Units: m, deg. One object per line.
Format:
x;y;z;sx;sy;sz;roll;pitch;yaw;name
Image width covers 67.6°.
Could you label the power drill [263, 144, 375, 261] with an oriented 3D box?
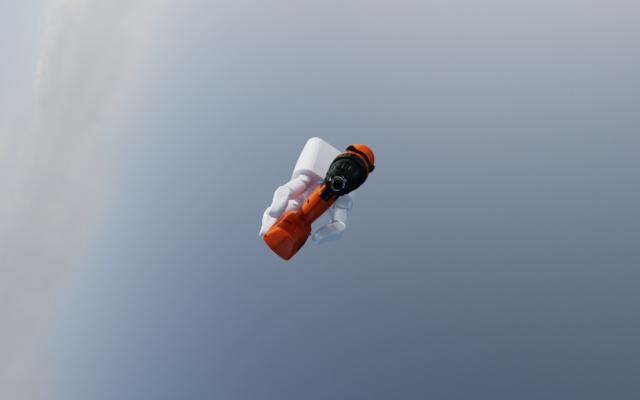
0.000;0.002;0.689;0.188;0.057;0.184;-45;-1;21;power drill
